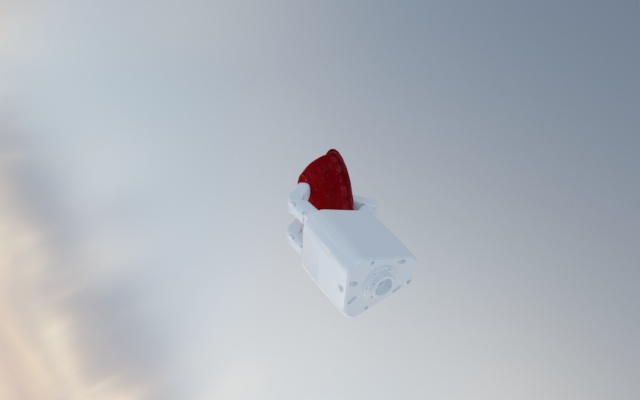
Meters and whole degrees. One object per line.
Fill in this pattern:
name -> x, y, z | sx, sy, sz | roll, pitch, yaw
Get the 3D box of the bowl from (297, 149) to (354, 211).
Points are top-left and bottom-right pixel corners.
bowl -> -0.001, 0.002, 0.736 | 0.055, 0.162, 0.162 | -6, 1, -14
